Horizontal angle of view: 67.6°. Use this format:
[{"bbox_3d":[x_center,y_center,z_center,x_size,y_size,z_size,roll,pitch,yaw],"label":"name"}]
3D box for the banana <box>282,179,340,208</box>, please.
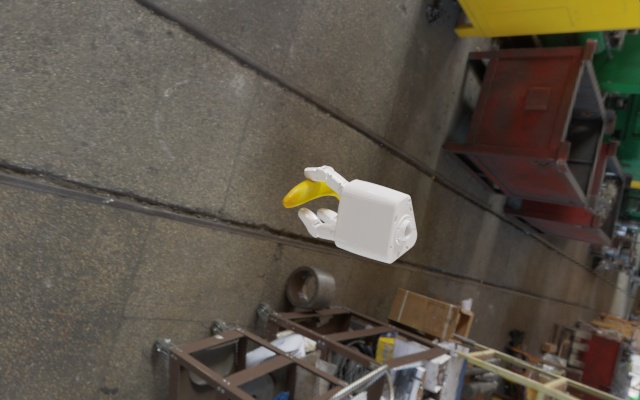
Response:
[{"bbox_3d":[0.007,-0.015,0.887,0.037,0.069,0.198,22,10,36],"label":"banana"}]
